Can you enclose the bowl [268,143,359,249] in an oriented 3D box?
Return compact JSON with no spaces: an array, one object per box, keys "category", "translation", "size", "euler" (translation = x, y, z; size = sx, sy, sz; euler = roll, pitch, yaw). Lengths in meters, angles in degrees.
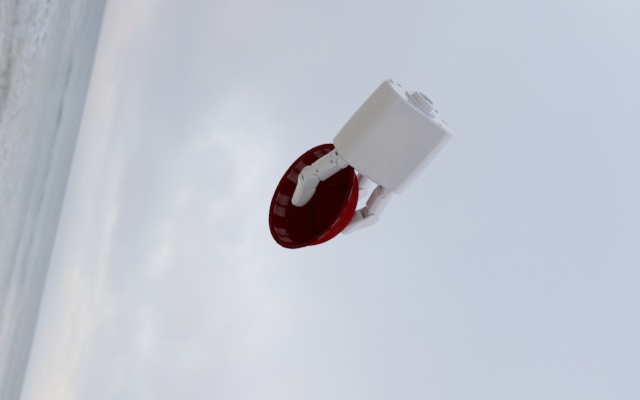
[{"category":"bowl","translation":[-0.001,0.003,0.674],"size":[0.162,0.162,0.055],"euler":[0,-25,47]}]
